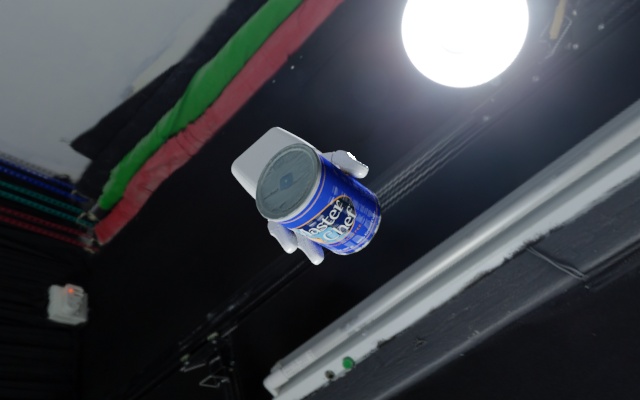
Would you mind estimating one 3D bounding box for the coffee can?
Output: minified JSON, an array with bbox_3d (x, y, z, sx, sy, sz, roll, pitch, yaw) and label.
[{"bbox_3d":[0.000,0.002,0.628,0.103,0.102,0.140,0,-22,42],"label":"coffee can"}]
